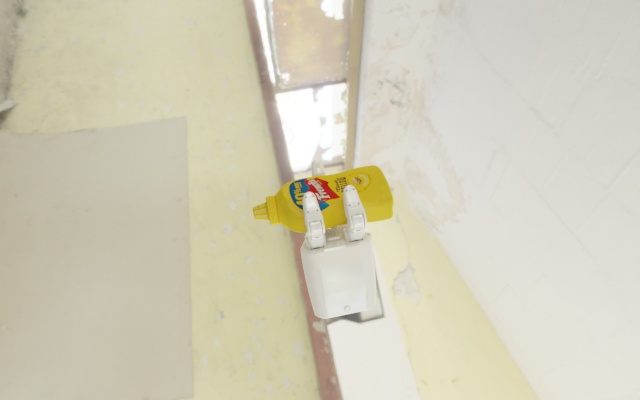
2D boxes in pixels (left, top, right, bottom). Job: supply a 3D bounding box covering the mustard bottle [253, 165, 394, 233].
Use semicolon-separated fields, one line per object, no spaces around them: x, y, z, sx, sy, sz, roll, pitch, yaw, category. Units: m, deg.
0.000;0.002;0.678;0.191;0.058;0.096;-10;41;-5;mustard bottle
